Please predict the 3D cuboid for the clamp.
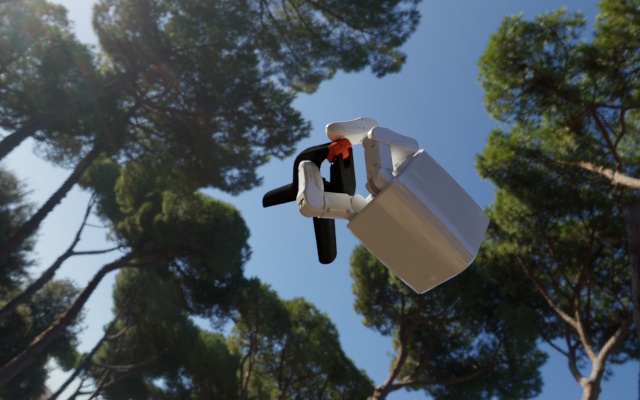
[{"bbox_3d":[0.000,0.001,0.546,0.039,0.120,0.171,-44,-3,-37],"label":"clamp"}]
